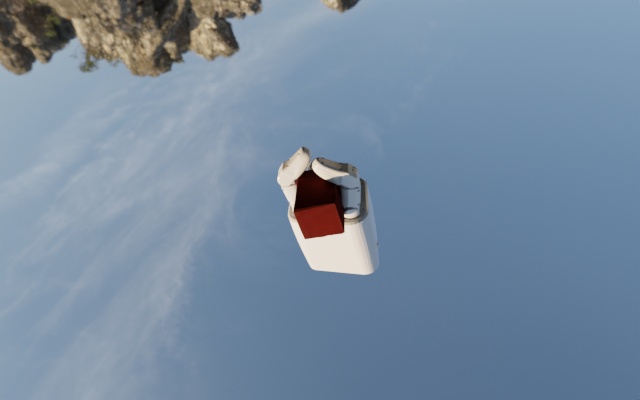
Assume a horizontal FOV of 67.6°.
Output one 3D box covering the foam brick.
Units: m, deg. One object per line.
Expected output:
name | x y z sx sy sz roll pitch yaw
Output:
foam brick | 0.000 0.002 0.595 0.053 0.051 0.078 -9 39 11
